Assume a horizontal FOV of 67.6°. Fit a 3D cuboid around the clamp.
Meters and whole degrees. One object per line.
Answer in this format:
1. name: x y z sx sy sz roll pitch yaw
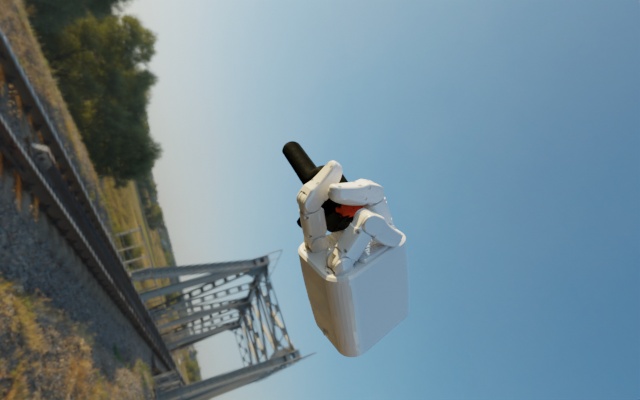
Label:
1. clamp: 0.001 0.002 0.581 0.039 0.120 0.171 -22 28 -16
